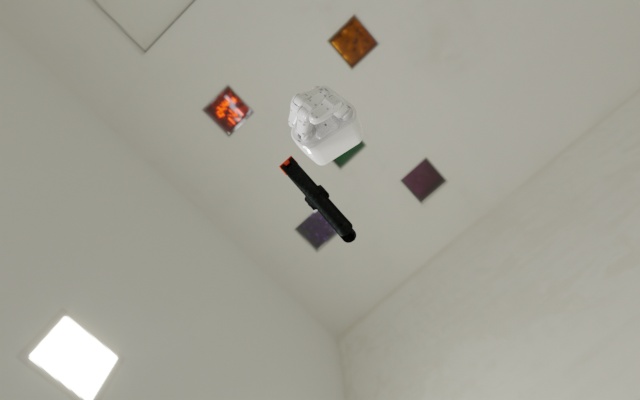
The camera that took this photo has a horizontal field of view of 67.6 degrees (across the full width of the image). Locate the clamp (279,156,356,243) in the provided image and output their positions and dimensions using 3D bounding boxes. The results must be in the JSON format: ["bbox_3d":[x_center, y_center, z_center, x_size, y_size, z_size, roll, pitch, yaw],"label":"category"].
[{"bbox_3d":[0.000,0.003,0.767,0.039,0.171,0.120,-36,-21,-6],"label":"clamp"}]
